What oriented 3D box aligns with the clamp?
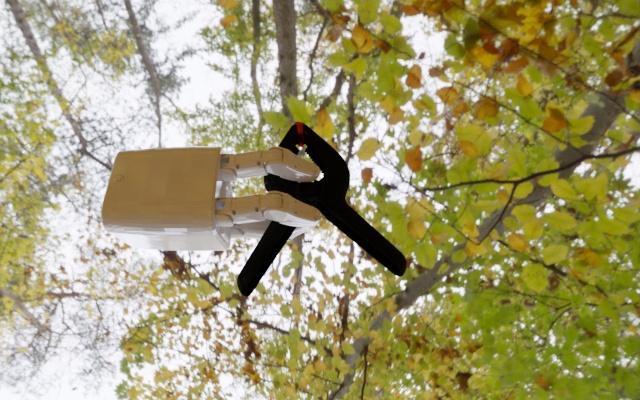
[{"bbox_3d":[0.000,0.002,0.510,0.164,0.209,0.036,0,-34,-3],"label":"clamp"}]
